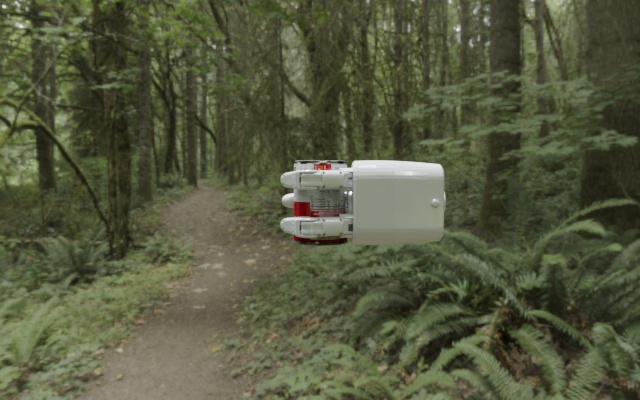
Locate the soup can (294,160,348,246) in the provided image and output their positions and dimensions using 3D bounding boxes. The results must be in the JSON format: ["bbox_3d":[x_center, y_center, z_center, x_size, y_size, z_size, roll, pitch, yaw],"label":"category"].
[{"bbox_3d":[0.000,0.002,0.597,0.068,0.102,0.068,0,3,0],"label":"soup can"}]
